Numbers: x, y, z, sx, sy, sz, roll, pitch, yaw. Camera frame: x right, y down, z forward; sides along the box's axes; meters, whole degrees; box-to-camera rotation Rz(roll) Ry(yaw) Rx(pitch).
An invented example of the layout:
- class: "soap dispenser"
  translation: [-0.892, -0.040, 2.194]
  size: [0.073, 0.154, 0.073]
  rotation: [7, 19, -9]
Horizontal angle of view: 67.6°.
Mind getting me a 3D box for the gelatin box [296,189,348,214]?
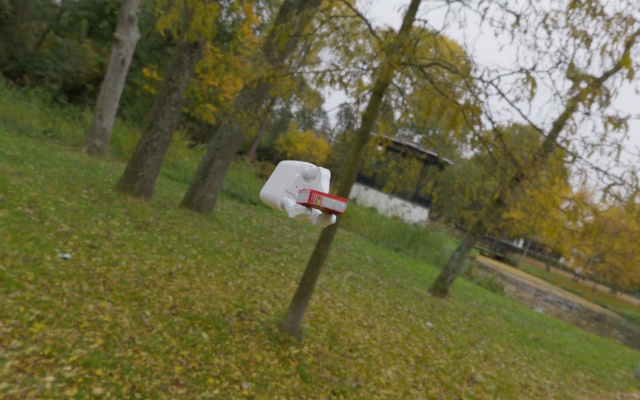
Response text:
- class: "gelatin box"
  translation: [0.000, 0.002, 0.890]
  size: [0.073, 0.030, 0.089]
  rotation: [17, -6, -17]
